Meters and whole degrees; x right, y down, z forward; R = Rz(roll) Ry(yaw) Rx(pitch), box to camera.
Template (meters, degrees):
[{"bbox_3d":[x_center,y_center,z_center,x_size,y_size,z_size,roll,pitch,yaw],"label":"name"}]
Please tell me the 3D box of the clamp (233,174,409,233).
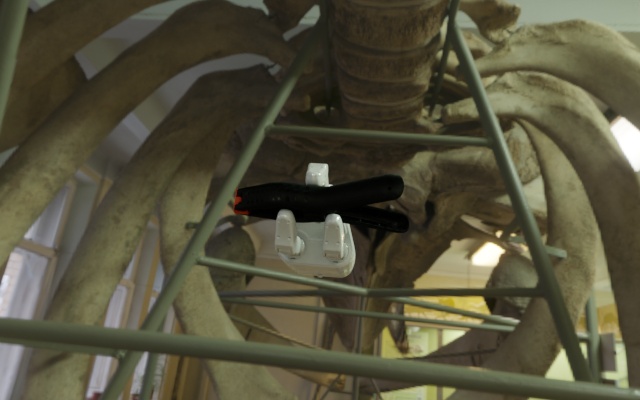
[{"bbox_3d":[0.000,0.001,0.536,0.210,0.036,0.165,4,-17,7],"label":"clamp"}]
